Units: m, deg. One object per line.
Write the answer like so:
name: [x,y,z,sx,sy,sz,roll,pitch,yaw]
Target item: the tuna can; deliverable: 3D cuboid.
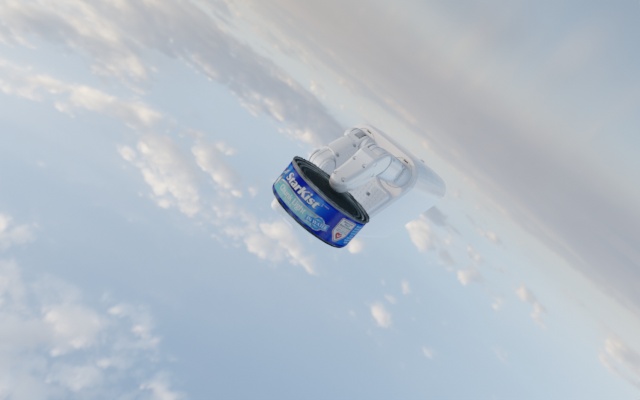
tuna can: [0.000,0.002,0.416,0.086,0.034,0.086,38,13,-10]
